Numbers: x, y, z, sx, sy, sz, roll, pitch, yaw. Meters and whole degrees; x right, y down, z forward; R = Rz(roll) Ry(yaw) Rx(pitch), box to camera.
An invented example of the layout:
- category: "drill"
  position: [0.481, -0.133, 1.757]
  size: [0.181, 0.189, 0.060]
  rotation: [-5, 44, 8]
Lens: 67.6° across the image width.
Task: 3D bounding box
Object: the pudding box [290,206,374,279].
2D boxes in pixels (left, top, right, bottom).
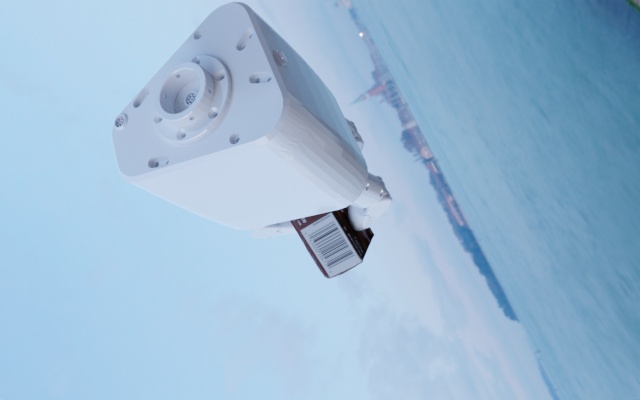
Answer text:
- category: "pudding box"
  position: [0.000, 0.001, 0.414]
  size: [0.039, 0.113, 0.090]
  rotation: [-29, 3, 16]
